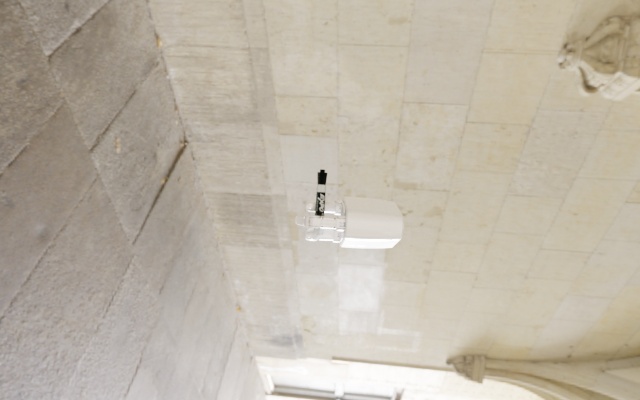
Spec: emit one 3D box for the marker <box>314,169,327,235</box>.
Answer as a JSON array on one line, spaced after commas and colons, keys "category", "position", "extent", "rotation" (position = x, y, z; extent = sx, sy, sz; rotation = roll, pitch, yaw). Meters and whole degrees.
[{"category": "marker", "position": [0.000, 0.003, 0.885], "extent": [0.020, 0.121, 0.020], "rotation": [4, 1, 0]}]
